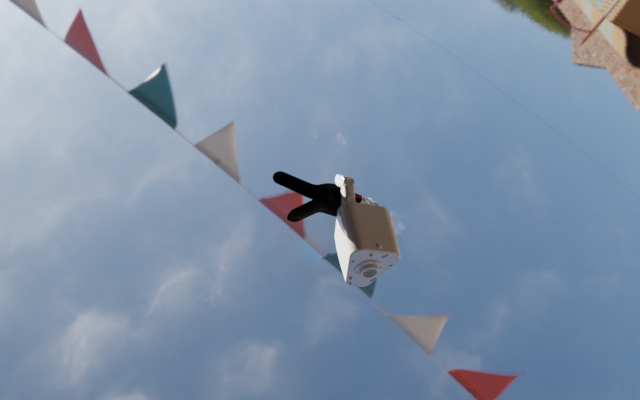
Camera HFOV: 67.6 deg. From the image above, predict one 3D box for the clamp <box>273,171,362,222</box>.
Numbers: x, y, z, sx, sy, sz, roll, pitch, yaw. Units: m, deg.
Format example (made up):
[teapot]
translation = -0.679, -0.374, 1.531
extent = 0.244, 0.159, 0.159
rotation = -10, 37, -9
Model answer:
[clamp]
translation = 0.000, 0.003, 0.864
extent = 0.171, 0.120, 0.039
rotation = 9, -46, -19
